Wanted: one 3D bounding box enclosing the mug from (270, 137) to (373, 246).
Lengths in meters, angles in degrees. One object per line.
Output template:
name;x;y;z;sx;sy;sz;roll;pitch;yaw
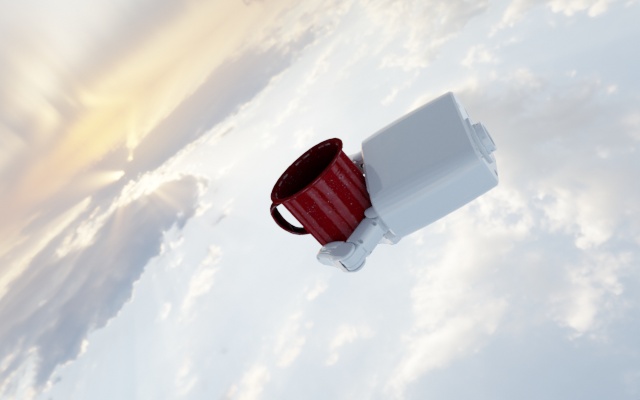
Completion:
mug;-0.001;0.002;0.496;0.117;0.081;0.093;-30;25;26
